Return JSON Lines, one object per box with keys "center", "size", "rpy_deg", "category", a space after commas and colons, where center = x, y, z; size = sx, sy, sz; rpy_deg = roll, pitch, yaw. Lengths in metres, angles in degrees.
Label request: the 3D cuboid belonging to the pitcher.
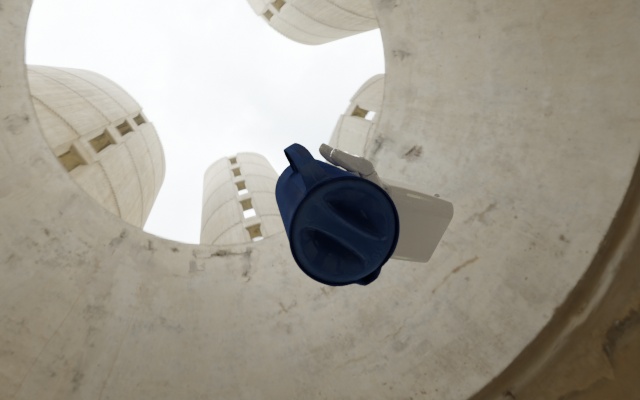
{"center": [0.000, 0.002, 0.655], "size": [0.145, 0.149, 0.242], "rpy_deg": [12, 11, -16], "category": "pitcher"}
